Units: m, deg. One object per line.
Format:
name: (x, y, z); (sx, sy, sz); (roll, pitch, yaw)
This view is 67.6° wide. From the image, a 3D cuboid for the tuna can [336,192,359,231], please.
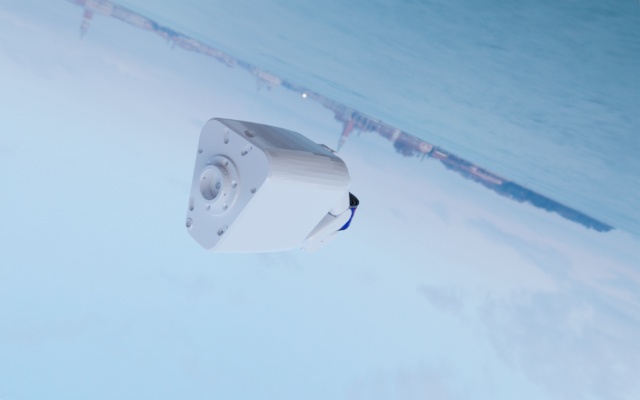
tuna can: (0.000, 0.002, 0.560); (0.086, 0.034, 0.086); (19, 16, -6)
